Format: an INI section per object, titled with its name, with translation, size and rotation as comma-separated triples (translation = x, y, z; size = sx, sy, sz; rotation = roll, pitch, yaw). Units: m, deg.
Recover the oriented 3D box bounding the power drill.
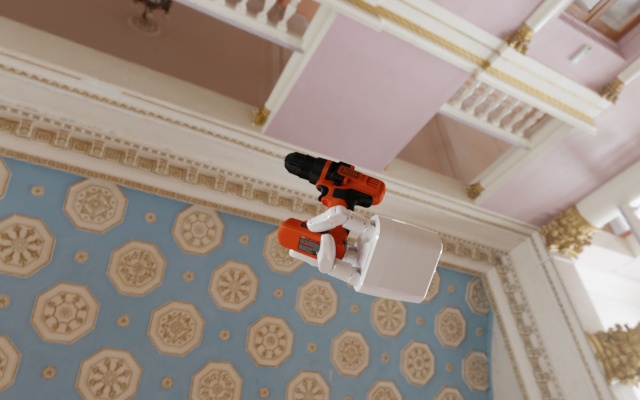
[power drill]
translation = 0.000, 0.003, 0.776
size = 0.184, 0.057, 0.187
rotation = 19, 48, 9
